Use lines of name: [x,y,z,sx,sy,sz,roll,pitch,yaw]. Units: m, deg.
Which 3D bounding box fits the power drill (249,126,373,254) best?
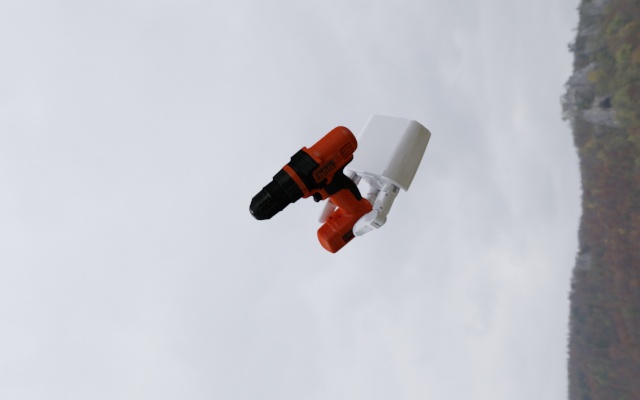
power drill: [0.000,0.002,0.723,0.057,0.184,0.188,46,-8,41]
